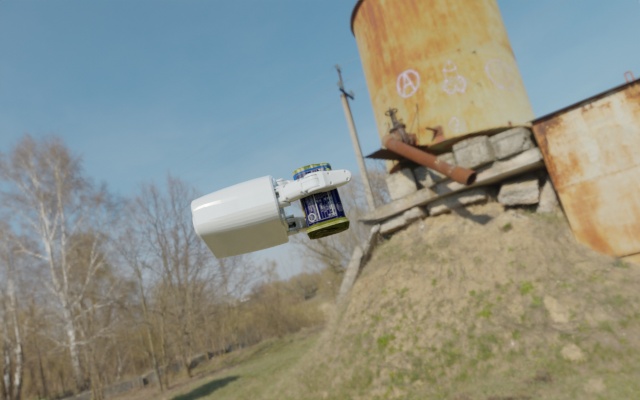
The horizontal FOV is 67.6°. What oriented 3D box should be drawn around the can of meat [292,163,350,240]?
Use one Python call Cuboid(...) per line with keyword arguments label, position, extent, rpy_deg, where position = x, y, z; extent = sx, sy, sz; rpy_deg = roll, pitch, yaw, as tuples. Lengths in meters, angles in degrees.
Cuboid(label="can of meat", position=(0.000, 0.002, 0.646), extent=(0.057, 0.084, 0.102), rpy_deg=(-16, -11, 0))
